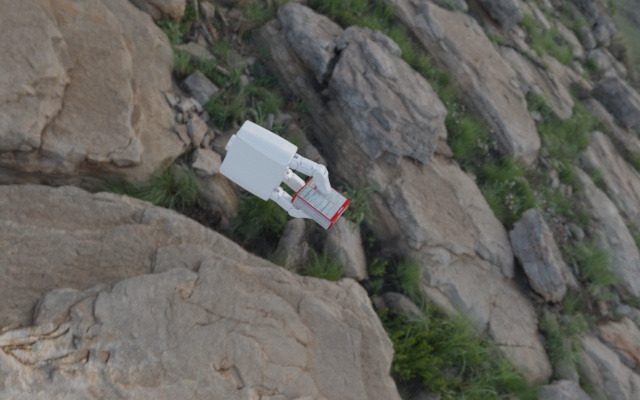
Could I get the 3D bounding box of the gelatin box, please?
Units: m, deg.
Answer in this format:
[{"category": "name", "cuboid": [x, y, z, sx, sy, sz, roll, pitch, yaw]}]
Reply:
[{"category": "gelatin box", "cuboid": [0.001, 0.003, 0.895, 0.089, 0.030, 0.073, 36, 45, 5]}]
